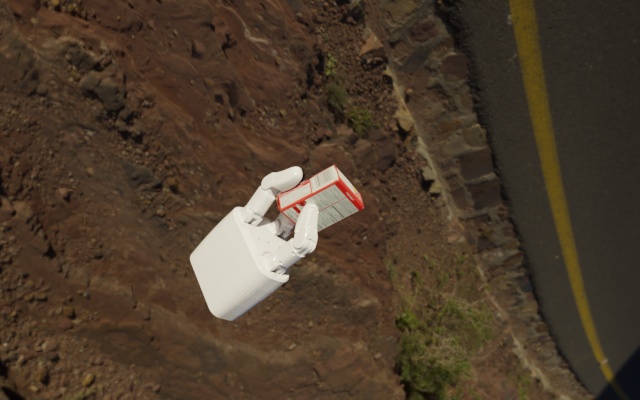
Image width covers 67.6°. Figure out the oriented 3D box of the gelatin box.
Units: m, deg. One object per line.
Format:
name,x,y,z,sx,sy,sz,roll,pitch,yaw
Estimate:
gelatin box,0.000,0.002,0.614,0.089,0.030,0.073,-28,-41,16
